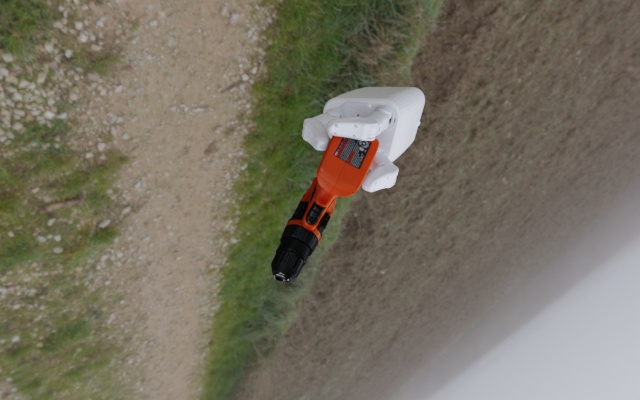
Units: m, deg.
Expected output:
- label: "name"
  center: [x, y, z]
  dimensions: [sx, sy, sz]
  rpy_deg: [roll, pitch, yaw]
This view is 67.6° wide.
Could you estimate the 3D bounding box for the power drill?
- label: "power drill"
  center: [0.000, 0.002, 0.622]
  dimensions: [0.057, 0.184, 0.188]
  rpy_deg: [28, -37, -5]
